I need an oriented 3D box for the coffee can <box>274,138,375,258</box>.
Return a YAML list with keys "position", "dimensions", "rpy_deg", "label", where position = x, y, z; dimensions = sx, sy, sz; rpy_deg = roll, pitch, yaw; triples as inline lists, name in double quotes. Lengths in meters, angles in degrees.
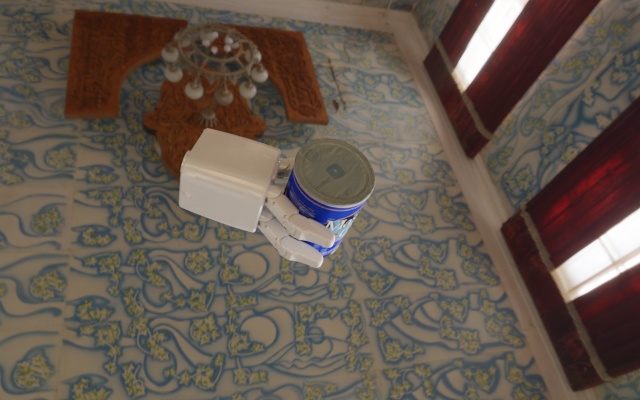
- position: [0.000, 0.002, 0.633]
  dimensions: [0.103, 0.102, 0.140]
  rpy_deg: [0, -34, -19]
  label: "coffee can"
